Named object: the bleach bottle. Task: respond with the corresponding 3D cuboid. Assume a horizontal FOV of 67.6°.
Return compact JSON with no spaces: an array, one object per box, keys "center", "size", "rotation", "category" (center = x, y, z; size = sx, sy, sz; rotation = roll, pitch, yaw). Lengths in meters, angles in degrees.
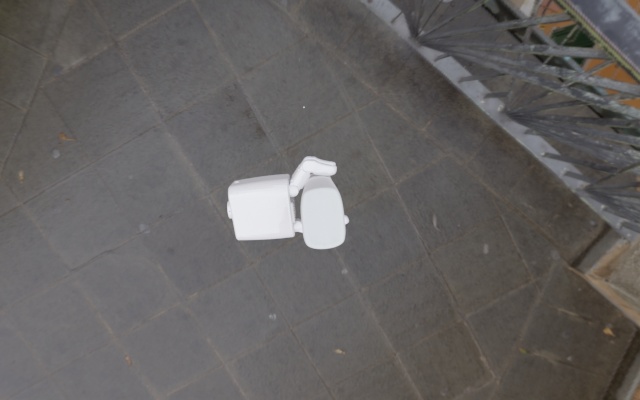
[{"center":[0.000,0.003,0.859],"size":[0.068,0.102,0.250],"rotation":[-5,11,-1],"category":"bleach bottle"}]
